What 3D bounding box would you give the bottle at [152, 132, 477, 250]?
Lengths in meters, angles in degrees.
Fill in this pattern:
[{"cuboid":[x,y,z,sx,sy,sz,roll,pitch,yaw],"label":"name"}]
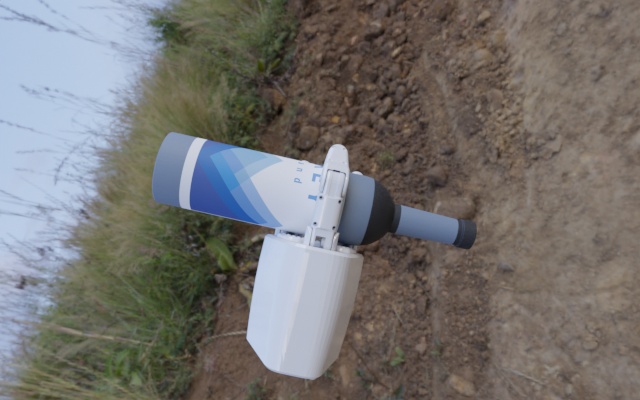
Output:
[{"cuboid":[0.000,0.001,0.448,0.296,0.069,0.069,13,-1,-3],"label":"bottle"}]
